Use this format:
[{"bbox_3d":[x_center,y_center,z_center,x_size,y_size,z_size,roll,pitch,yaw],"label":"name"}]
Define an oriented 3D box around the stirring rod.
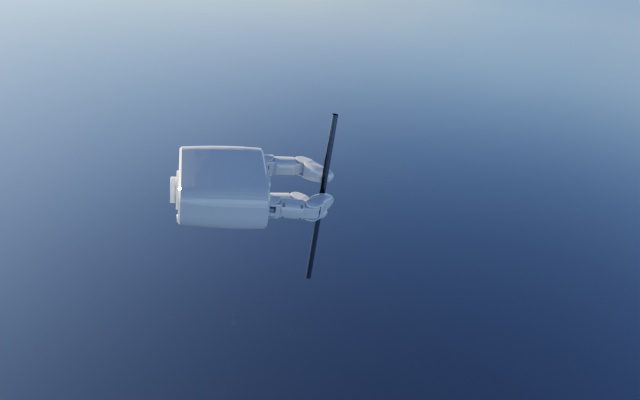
[{"bbox_3d":[0.000,0.002,0.637,0.011,0.240,0.011,8,25,-4],"label":"stirring rod"}]
